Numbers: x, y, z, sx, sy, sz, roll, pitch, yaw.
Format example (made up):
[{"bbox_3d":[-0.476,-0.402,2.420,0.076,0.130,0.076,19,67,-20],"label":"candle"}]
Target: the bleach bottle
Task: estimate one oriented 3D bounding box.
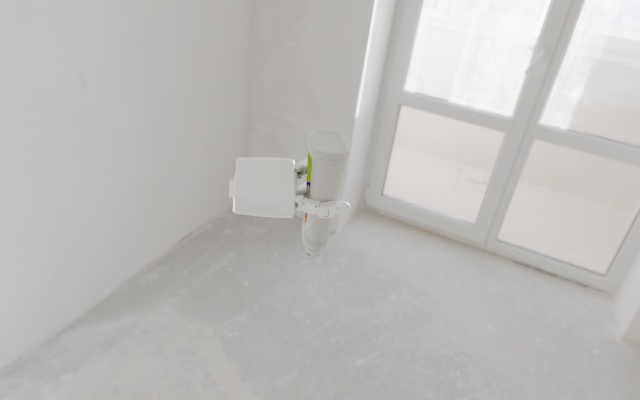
[{"bbox_3d":[0.000,0.003,0.885,0.068,0.251,0.102,3,30,-9],"label":"bleach bottle"}]
